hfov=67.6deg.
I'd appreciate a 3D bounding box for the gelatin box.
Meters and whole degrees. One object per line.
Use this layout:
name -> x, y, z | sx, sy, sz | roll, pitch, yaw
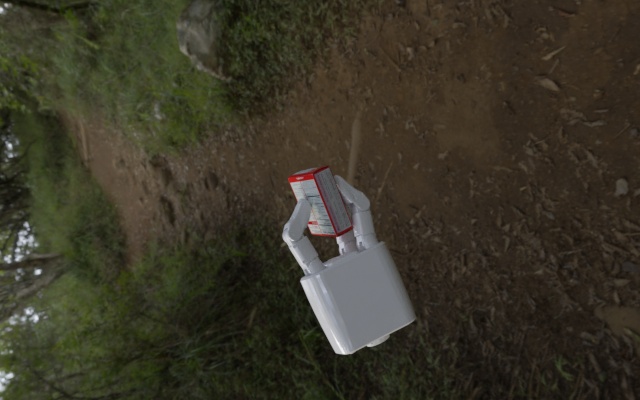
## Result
gelatin box -> 0.000, 0.002, 0.622 | 0.030, 0.089, 0.073 | -28, 11, -26
